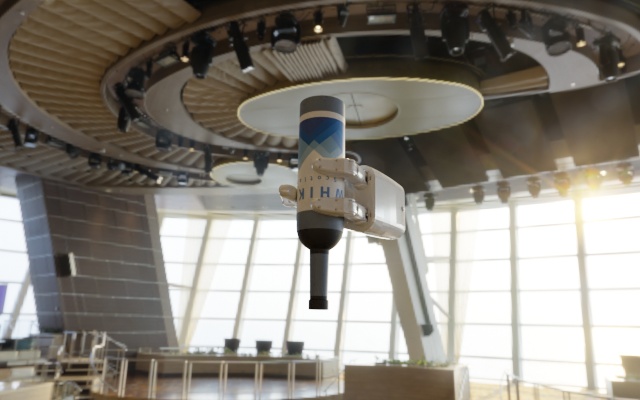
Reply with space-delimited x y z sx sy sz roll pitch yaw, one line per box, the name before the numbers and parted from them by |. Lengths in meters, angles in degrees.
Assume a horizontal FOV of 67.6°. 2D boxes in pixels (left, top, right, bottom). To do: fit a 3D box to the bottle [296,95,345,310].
bottle | 0.000 0.002 0.668 0.069 0.295 0.069 1 -14 0
